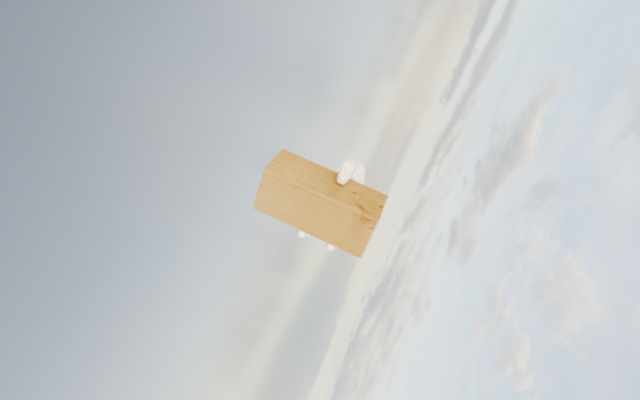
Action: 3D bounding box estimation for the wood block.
[{"bbox_3d":[0.000,0.002,0.831,0.206,0.091,0.090,24,34,5],"label":"wood block"}]
